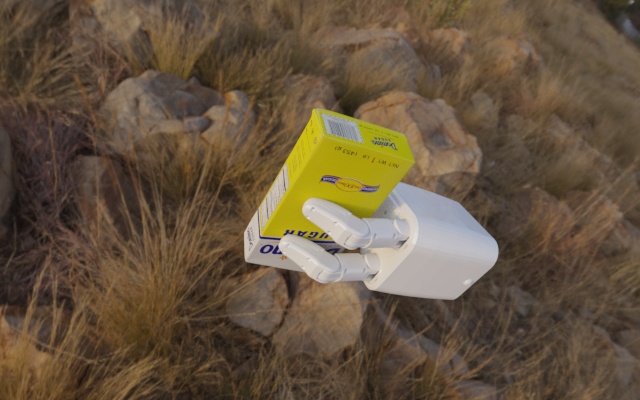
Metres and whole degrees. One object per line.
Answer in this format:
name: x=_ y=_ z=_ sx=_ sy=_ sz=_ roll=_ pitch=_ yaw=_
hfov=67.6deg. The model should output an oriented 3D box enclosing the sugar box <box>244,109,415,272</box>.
sugar box: x=0.000 y=0.002 z=0.452 sx=0.093 sy=0.048 sz=0.176 roll=13 pitch=-49 yaw=-24
